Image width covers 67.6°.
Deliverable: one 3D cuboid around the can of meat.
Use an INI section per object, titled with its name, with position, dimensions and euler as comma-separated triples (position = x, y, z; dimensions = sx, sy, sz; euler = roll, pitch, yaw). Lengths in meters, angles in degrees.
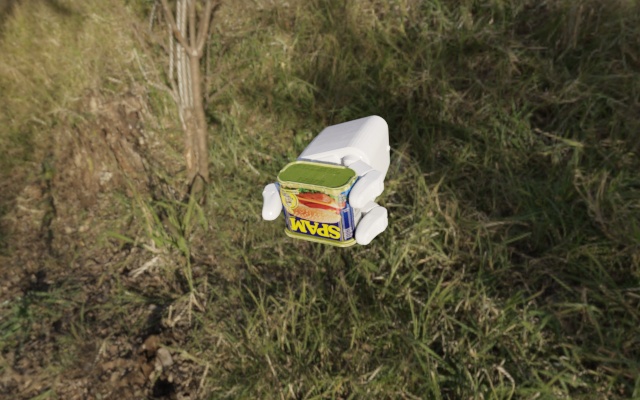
[can of meat]
position = 0.000, 0.002, 0.592
dimensions = 0.102, 0.084, 0.057
euler = 9, 38, 24
